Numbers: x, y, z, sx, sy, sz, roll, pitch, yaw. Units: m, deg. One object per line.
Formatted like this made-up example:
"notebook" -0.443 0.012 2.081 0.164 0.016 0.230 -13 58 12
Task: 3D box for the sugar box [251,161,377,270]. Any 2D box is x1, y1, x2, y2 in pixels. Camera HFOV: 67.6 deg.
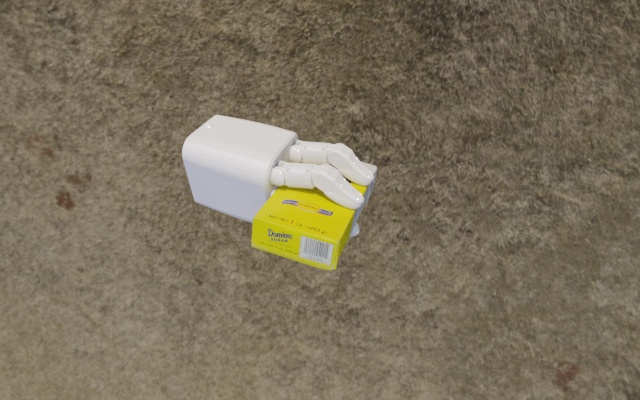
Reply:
"sugar box" 0.000 0.001 0.547 0.093 0.048 0.176 16 36 10
